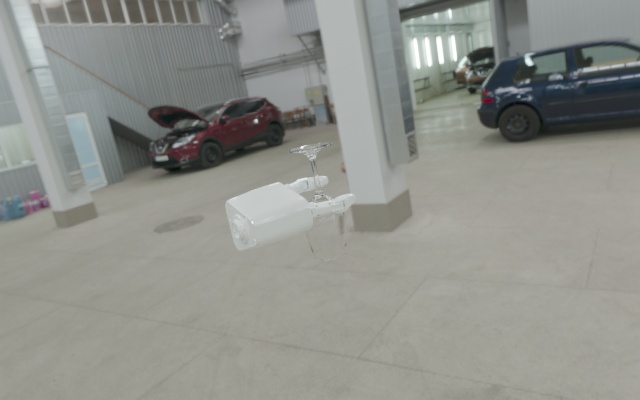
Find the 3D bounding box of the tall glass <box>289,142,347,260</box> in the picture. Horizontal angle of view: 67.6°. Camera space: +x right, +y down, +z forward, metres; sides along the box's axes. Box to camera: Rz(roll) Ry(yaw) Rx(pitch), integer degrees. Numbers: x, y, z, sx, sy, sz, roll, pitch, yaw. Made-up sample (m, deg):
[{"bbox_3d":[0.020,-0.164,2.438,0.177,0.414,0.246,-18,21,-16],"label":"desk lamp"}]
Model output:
[{"bbox_3d":[0.000,0.002,0.851,0.079,0.201,0.079,-10,14,3],"label":"tall glass"}]
